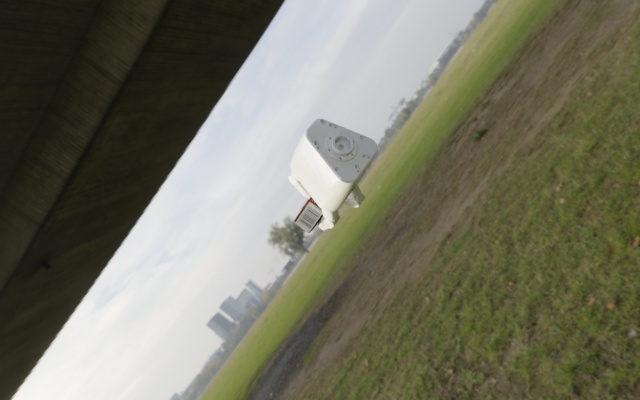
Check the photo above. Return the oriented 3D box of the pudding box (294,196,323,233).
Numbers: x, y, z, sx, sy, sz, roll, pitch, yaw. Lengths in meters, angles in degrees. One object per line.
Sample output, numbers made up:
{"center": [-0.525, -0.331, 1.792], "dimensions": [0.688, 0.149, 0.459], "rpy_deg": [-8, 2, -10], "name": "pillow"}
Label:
{"center": [0.000, 0.003, 0.866], "dimensions": [0.039, 0.113, 0.090], "rpy_deg": [37, 1, 3], "name": "pudding box"}
